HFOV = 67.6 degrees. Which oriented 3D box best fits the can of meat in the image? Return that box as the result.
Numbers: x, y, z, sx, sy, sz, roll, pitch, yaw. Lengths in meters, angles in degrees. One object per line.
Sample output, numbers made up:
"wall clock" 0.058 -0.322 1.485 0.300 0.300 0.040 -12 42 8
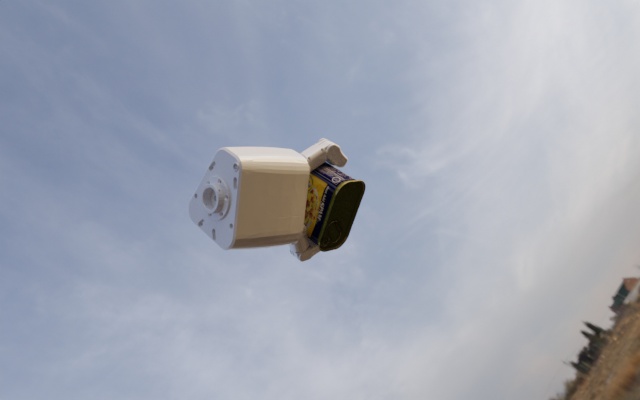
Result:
"can of meat" 0.000 0.002 0.629 0.084 0.102 0.057 34 26 34
